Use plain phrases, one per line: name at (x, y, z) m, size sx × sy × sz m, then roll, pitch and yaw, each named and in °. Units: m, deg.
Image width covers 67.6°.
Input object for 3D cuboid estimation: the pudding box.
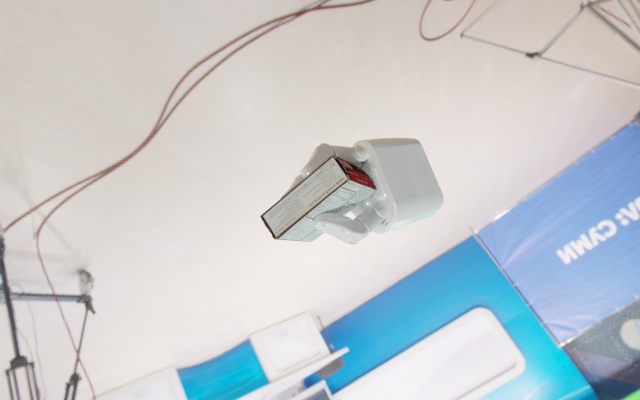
pudding box at (0.000, 0.002, 0.550) m, size 0.113 × 0.039 × 0.090 m, roll -41°, pitch -22°, yaw 15°
